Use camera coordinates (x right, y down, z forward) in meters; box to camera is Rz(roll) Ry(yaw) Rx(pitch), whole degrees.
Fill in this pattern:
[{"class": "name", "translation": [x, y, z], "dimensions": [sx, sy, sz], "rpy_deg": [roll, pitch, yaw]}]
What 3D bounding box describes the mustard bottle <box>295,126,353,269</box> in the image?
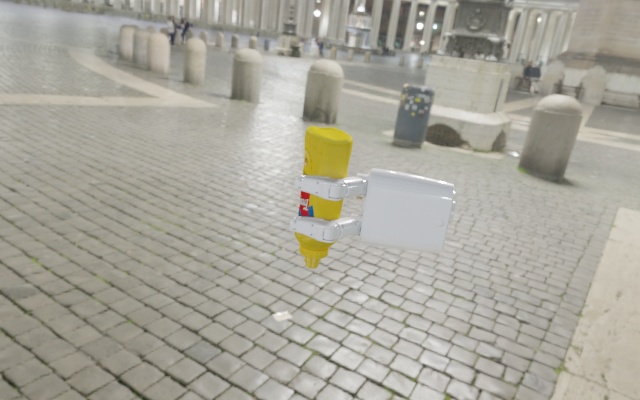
[{"class": "mustard bottle", "translation": [0.000, 0.002, 0.640], "dimensions": [0.058, 0.192, 0.096], "rpy_deg": [1, 19, -17]}]
